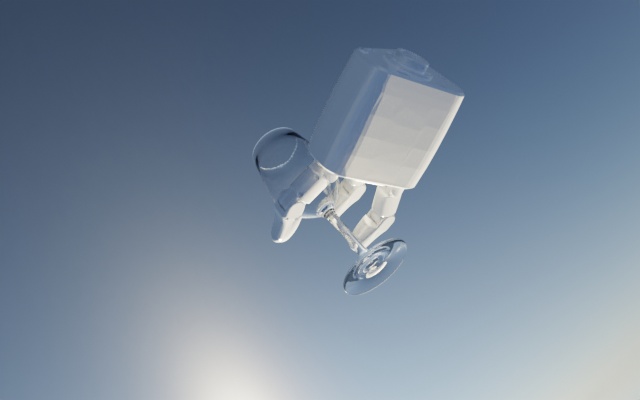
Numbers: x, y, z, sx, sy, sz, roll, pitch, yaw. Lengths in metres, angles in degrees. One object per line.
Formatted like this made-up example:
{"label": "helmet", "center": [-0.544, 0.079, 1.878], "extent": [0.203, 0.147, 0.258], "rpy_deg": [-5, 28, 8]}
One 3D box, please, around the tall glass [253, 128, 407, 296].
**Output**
{"label": "tall glass", "center": [0.000, 0.002, 0.509], "extent": [0.079, 0.079, 0.201], "rpy_deg": [0, 39, -43]}
